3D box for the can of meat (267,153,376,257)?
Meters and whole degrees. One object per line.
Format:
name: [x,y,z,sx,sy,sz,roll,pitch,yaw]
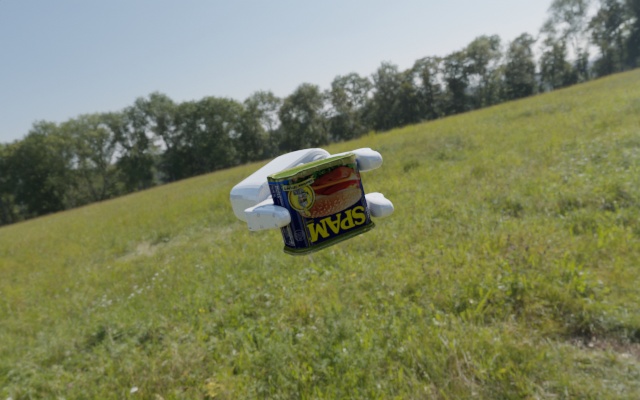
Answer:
can of meat: [0.000,0.001,0.509,0.102,0.084,0.057,-19,11,-25]
